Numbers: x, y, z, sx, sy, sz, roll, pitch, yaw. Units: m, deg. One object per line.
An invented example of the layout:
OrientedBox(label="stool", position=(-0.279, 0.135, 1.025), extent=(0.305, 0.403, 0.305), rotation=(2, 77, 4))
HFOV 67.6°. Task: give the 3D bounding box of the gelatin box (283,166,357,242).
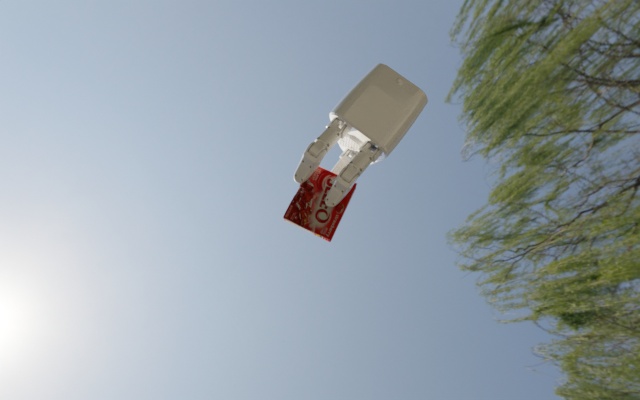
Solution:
OrientedBox(label="gelatin box", position=(0.000, 0.003, 0.663), extent=(0.073, 0.089, 0.030), rotation=(25, -10, 5))
